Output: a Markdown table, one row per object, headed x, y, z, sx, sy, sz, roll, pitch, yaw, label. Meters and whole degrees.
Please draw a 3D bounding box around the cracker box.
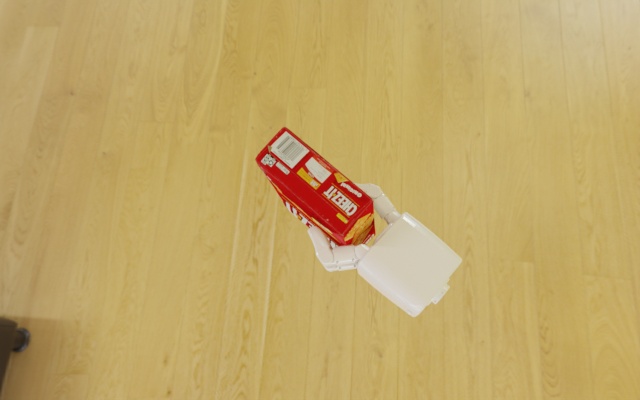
| x | y | z | sx | sy | sz | roll | pitch | yaw | label |
| --- | --- | --- | --- | --- | --- | --- | --- | --- | --- |
| 0.000 | 0.002 | 0.719 | 0.164 | 0.072 | 0.214 | 40 | -8 | 16 | cracker box |
